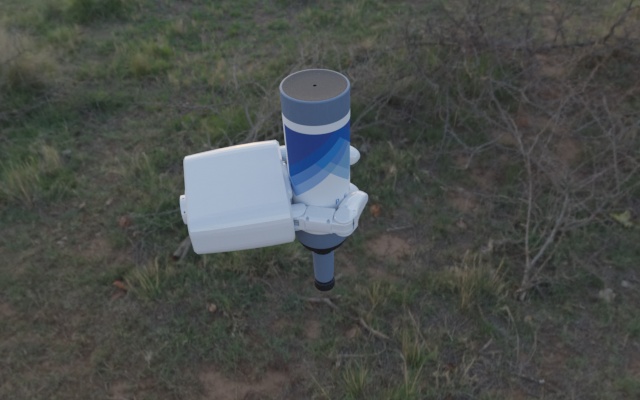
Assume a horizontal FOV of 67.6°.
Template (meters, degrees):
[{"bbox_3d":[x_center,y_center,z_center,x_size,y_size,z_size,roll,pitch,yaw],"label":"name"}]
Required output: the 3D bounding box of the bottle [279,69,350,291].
[{"bbox_3d":[0.000,0.002,0.544,0.069,0.296,0.069,-2,42,1],"label":"bottle"}]
